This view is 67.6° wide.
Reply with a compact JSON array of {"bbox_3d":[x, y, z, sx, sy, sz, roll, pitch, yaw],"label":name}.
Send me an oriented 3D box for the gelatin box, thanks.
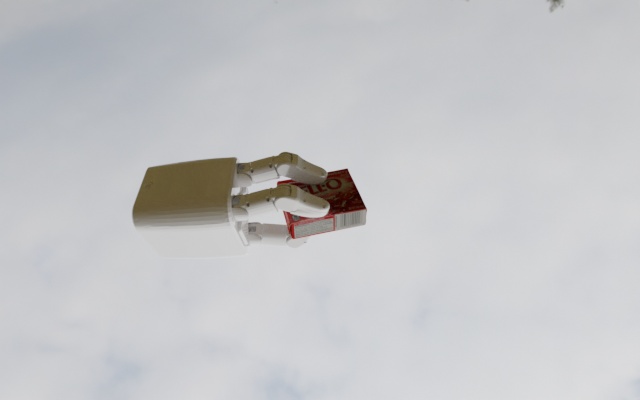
[{"bbox_3d":[0.000,0.002,0.548,0.089,0.030,0.073,-10,44,-10],"label":"gelatin box"}]
